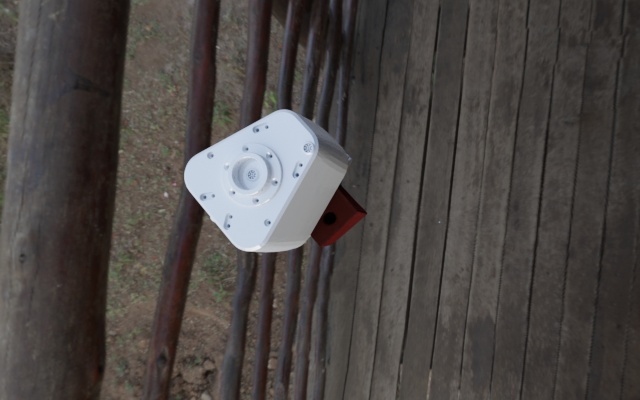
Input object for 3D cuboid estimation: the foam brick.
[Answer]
[{"bbox_3d":[0.000,0.002,0.485,0.053,0.078,0.051,-44,-11,8],"label":"foam brick"}]
